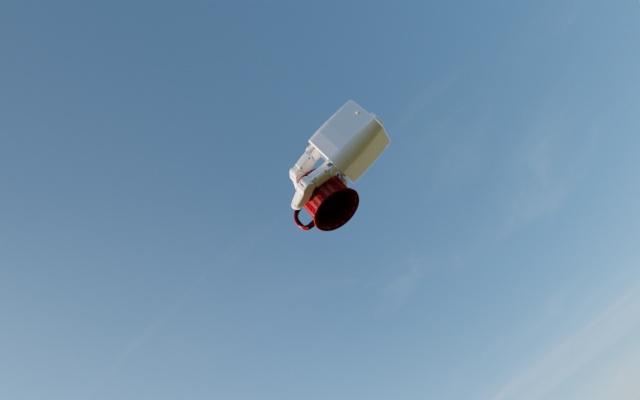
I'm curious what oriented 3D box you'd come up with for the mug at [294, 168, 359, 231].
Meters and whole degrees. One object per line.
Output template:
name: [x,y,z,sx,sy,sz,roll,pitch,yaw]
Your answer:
mug: [-0.001,0.004,0.853,0.081,0.117,0.093,48,4,40]
